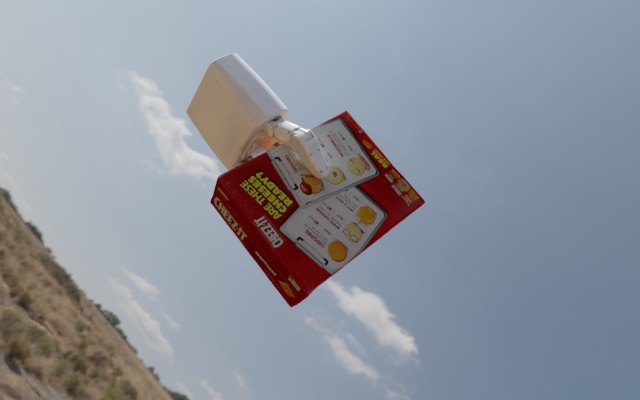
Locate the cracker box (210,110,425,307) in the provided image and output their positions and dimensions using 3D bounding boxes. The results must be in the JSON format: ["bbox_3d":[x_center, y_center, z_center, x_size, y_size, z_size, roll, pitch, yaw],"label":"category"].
[{"bbox_3d":[0.000,0.002,0.592,0.213,0.164,0.072,-33,-11,-33],"label":"cracker box"}]
